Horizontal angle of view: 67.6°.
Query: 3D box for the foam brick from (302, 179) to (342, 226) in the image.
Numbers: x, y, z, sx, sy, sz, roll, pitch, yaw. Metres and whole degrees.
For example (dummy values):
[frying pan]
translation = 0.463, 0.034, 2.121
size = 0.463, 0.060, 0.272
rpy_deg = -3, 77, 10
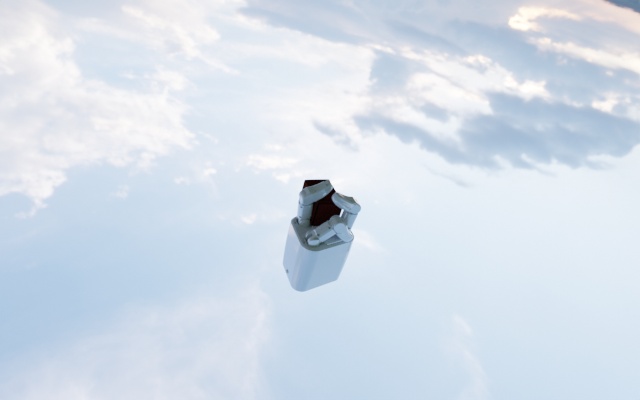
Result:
[foam brick]
translation = 0.000, 0.003, 0.871
size = 0.053, 0.051, 0.078
rpy_deg = 0, 36, -23
